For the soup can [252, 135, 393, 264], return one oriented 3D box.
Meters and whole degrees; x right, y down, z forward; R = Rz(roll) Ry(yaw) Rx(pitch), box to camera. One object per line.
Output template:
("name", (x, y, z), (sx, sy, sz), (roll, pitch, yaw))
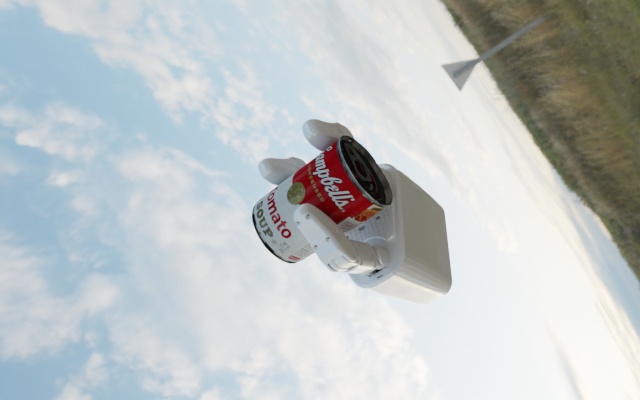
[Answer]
("soup can", (0.000, 0.001, 0.405), (0.102, 0.068, 0.068), (-35, -17, 25))
